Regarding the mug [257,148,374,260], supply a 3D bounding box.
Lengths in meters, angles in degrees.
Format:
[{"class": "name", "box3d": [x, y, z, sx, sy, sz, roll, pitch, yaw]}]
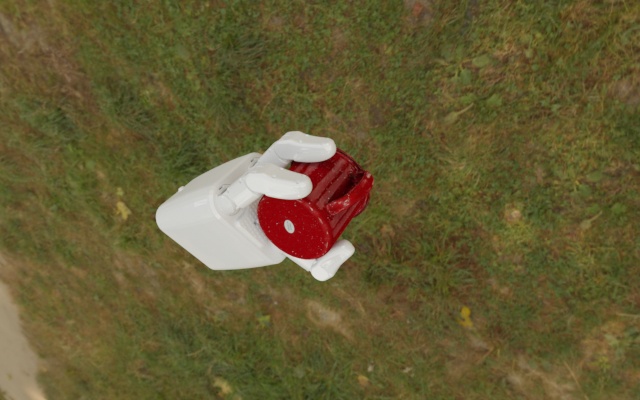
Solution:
[{"class": "mug", "box3d": [0.001, 0.001, 0.462, 0.117, 0.093, 0.081, -15, 25, 40]}]
